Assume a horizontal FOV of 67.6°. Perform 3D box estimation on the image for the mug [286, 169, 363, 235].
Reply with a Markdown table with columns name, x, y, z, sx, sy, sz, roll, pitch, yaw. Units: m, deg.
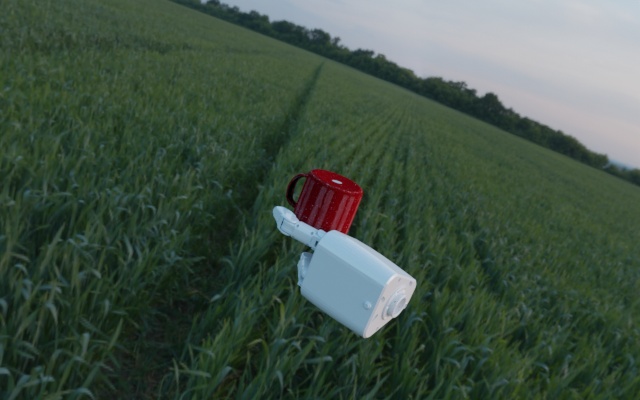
| name | x | y | z | sx | sy | sz | roll | pitch | yaw |
| --- | --- | --- | --- | --- | --- | --- | --- | --- | --- |
| mug | -0.001 | 0.001 | 0.678 | 0.117 | 0.081 | 0.093 | 32 | 20 | 30 |
